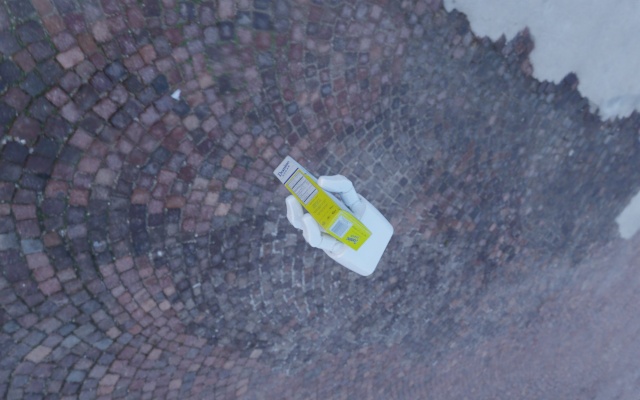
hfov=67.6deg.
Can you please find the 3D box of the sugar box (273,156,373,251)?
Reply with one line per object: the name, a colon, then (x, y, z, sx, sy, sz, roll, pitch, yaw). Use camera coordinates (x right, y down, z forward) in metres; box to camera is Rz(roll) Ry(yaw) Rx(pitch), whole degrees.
sugar box: (0.000, 0.003, 0.775, 0.093, 0.048, 0.176, 38, 3, -45)
